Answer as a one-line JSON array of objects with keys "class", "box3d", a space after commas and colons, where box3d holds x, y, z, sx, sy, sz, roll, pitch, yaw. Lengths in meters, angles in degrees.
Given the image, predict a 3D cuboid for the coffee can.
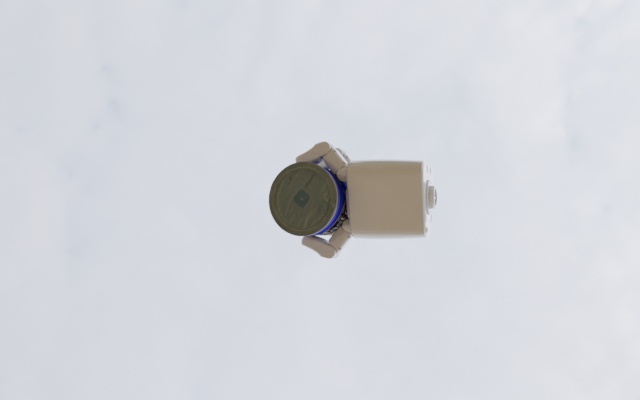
[{"class": "coffee can", "box3d": [0.000, 0.002, 0.715, 0.103, 0.103, 0.140, 0, -4, 22]}]
